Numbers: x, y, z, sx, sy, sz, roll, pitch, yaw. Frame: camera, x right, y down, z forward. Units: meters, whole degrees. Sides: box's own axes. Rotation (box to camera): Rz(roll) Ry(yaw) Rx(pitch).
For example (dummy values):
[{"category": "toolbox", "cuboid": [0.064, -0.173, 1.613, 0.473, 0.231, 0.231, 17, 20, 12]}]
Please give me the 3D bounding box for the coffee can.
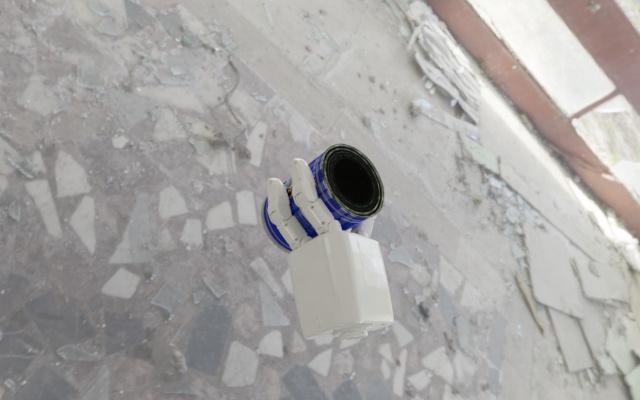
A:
[{"category": "coffee can", "cuboid": [0.000, 0.002, 0.637, 0.103, 0.102, 0.140, 0, -24, -41]}]
